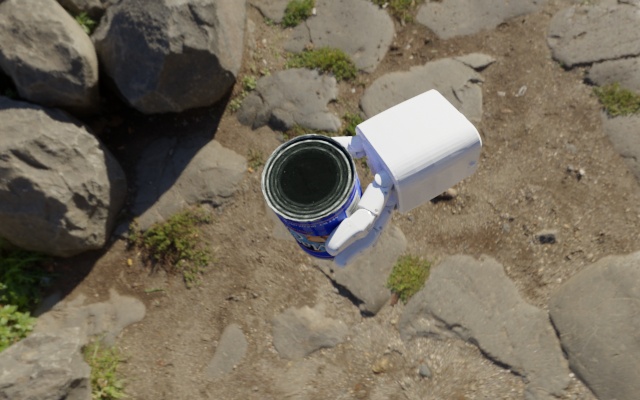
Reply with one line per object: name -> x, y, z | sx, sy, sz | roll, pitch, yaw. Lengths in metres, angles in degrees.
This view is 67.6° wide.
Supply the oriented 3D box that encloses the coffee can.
coffee can -> 0.000, 0.002, 0.562 | 0.103, 0.102, 0.140 | 0, -23, 12
